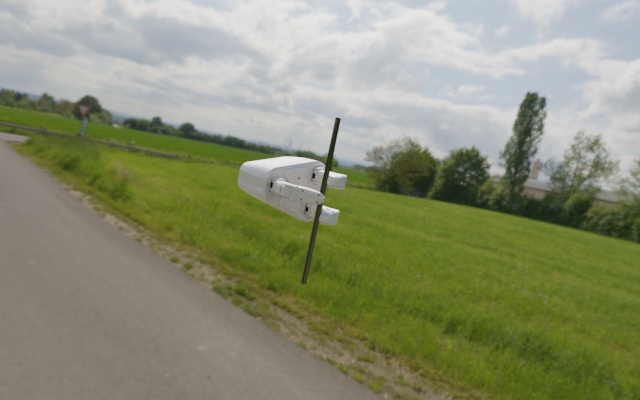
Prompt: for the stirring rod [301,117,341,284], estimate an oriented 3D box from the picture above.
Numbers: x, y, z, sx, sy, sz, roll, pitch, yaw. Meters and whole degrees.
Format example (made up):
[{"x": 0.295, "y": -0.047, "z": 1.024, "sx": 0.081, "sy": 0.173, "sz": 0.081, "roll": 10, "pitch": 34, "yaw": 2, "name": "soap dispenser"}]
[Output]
[{"x": 0.000, "y": 0.002, "z": 0.676, "sx": 0.011, "sy": 0.239, "sz": 0.011, "roll": 12, "pitch": 5, "yaw": -1, "name": "stirring rod"}]
